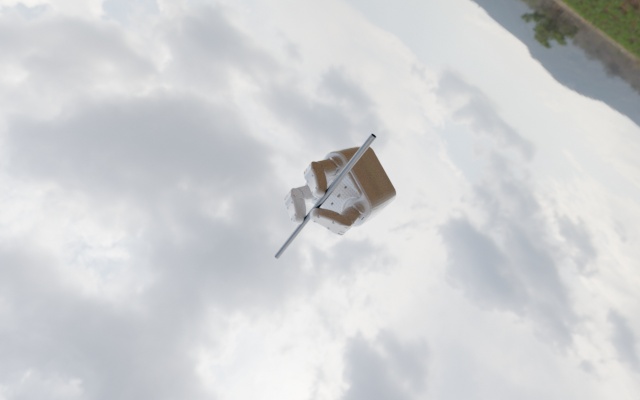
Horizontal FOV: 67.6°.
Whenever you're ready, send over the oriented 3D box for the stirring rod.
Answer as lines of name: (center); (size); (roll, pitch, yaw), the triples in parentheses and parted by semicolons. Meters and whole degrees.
stirring rod: (0.000, 0.002, 0.638); (0.011, 0.011, 0.240); (0, -42, -46)
